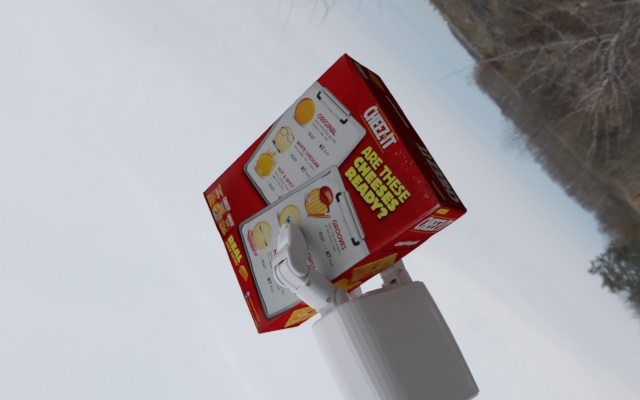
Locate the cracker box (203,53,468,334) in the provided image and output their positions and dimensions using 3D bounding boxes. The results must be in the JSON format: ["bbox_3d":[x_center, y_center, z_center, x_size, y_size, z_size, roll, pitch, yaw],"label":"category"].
[{"bbox_3d":[0.000,0.002,0.449,0.214,0.164,0.072,-39,-26,26],"label":"cracker box"}]
